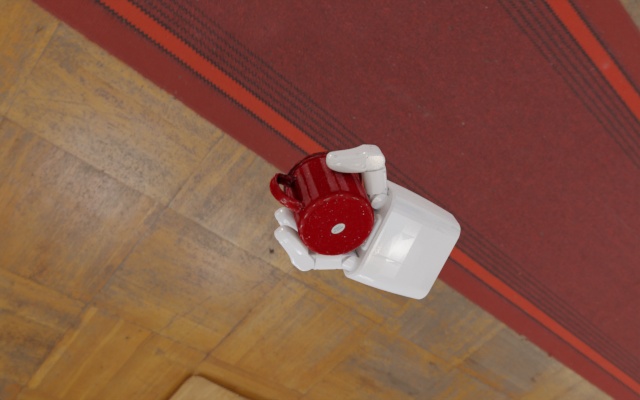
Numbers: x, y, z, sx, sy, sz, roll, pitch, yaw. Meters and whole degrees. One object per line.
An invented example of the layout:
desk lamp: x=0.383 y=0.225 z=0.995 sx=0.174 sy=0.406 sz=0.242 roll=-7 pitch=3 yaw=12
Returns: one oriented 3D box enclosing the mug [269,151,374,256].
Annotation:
mug: x=-0.001 y=0.001 z=0.515 sx=0.117 sy=0.093 sz=0.081 roll=22 pitch=26 yaw=-24
